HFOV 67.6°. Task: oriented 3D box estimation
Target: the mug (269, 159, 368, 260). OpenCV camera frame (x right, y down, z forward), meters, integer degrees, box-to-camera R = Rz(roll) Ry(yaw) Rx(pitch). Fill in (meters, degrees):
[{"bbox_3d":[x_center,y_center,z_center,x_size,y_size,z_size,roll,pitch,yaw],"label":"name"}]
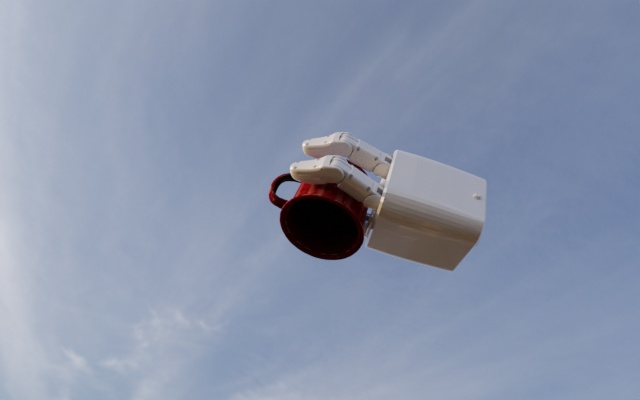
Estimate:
[{"bbox_3d":[-0.001,0.001,0.534,0.117,0.093,0.081,18,43,5],"label":"mug"}]
